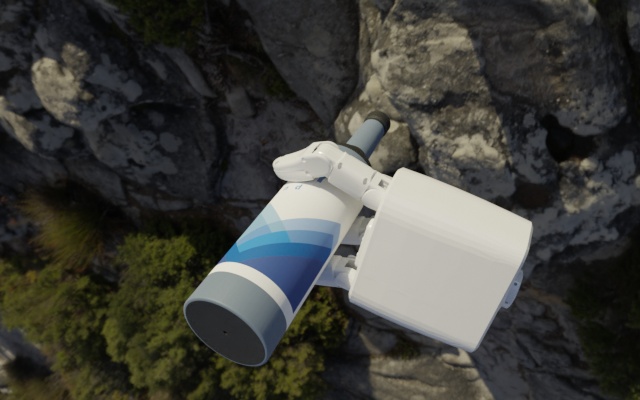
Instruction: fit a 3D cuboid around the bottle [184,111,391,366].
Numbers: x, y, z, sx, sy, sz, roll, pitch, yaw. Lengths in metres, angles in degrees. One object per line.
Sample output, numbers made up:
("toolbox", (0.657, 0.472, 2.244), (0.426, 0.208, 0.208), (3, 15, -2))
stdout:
("bottle", (0.000, 0.001, 0.414), (0.069, 0.069, 0.295), (0, 36, 32))
